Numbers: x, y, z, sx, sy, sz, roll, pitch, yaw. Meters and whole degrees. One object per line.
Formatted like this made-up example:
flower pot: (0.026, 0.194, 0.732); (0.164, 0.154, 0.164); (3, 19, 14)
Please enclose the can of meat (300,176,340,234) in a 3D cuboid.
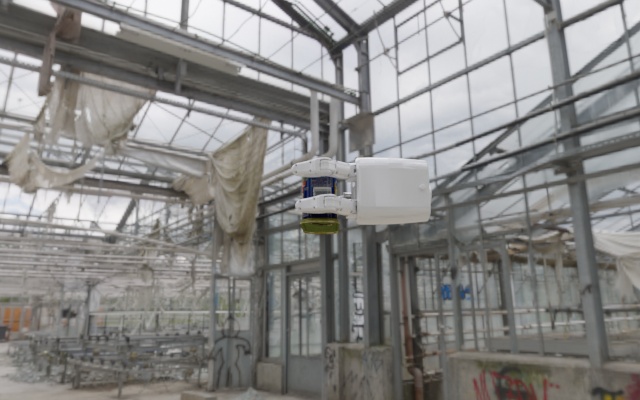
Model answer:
can of meat: (0.000, 0.002, 0.733); (0.057, 0.084, 0.102); (0, -13, 2)
